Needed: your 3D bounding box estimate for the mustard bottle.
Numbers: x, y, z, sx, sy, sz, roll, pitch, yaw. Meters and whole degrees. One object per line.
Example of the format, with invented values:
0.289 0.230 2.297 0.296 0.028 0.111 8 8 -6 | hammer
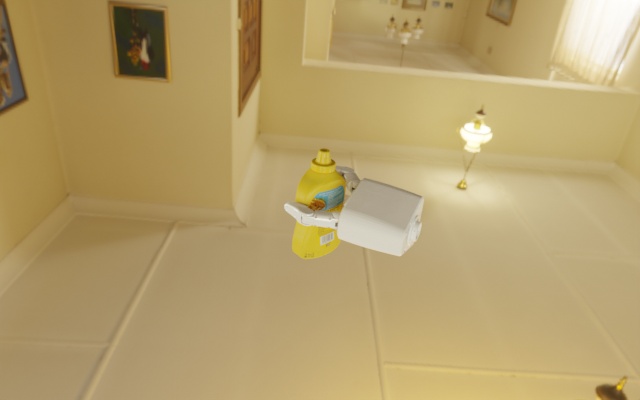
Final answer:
0.000 0.003 0.820 0.096 0.192 0.058 -19 36 -36 | mustard bottle
